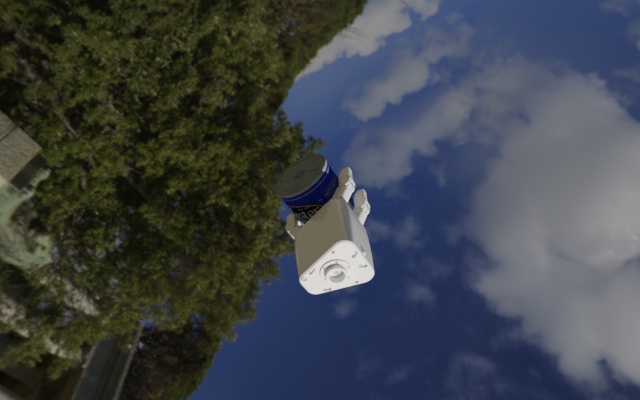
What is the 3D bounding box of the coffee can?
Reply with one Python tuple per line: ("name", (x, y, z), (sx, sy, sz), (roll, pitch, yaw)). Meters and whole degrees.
("coffee can", (0.000, 0.003, 0.847), (0.103, 0.102, 0.140), (0, -44, 46))
